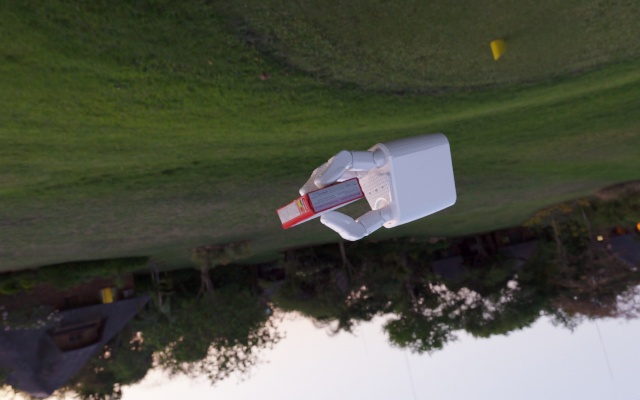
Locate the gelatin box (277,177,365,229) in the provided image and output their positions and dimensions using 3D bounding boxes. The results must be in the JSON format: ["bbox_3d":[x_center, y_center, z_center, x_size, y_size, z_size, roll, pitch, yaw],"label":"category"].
[{"bbox_3d":[0.000,0.003,0.605,0.089,0.030,0.073,-20,-4,-38],"label":"gelatin box"}]
